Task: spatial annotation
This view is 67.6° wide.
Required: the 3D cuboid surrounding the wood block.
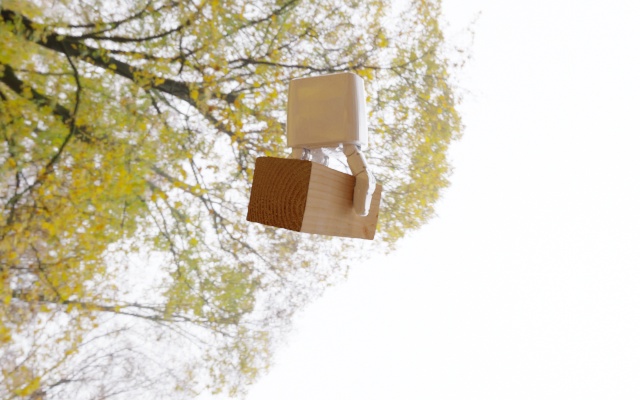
[{"bbox_3d":[0.000,0.002,0.682,0.091,0.090,0.206,8,-2,33],"label":"wood block"}]
